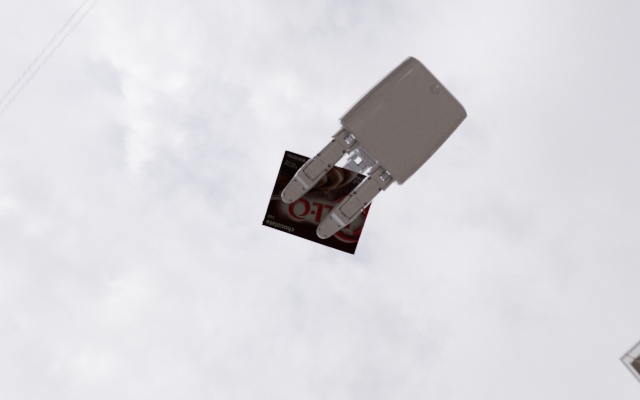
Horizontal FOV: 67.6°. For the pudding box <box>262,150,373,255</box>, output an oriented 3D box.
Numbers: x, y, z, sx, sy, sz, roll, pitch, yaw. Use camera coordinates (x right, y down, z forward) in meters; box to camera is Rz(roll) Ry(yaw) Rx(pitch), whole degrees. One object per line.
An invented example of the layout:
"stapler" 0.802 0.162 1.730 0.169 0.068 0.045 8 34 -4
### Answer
"pudding box" 0.000 0.002 0.547 0.113 0.090 0.039 18 4 1
